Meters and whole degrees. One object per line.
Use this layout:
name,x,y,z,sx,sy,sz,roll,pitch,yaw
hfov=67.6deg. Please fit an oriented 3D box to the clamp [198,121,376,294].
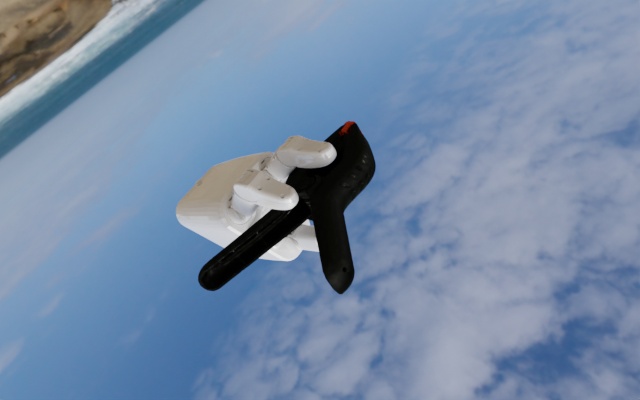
clamp,0.001,0.002,0.421,0.164,0.036,0.210,-1,43,46
